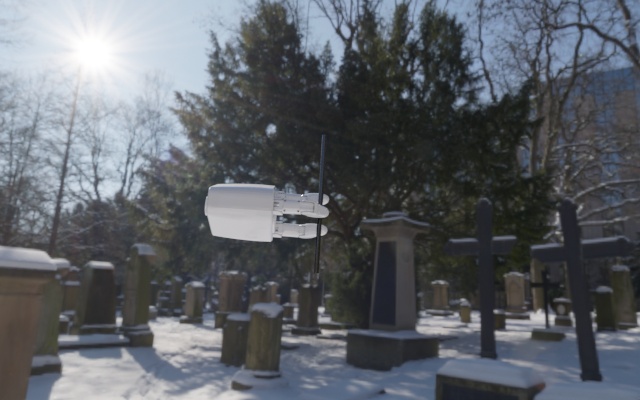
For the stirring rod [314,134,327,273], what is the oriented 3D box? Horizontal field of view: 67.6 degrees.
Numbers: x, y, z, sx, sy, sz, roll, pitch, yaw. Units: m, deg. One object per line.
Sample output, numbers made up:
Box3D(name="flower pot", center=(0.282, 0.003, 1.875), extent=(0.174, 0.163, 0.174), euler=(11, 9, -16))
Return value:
Box3D(name="stirring rod", center=(0.000, 0.003, 0.813), extent=(0.011, 0.239, 0.011), euler=(3, -12, 1))
